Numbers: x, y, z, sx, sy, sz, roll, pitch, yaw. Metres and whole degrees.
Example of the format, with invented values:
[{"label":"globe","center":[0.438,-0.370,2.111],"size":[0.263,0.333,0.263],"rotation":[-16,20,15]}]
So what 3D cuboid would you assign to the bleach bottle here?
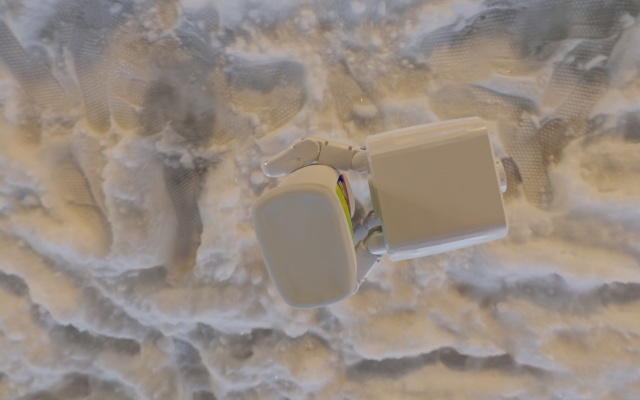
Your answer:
[{"label":"bleach bottle","center":[0.000,0.002,0.466],"size":[0.068,0.102,0.250],"rotation":[-13,16,9]}]
